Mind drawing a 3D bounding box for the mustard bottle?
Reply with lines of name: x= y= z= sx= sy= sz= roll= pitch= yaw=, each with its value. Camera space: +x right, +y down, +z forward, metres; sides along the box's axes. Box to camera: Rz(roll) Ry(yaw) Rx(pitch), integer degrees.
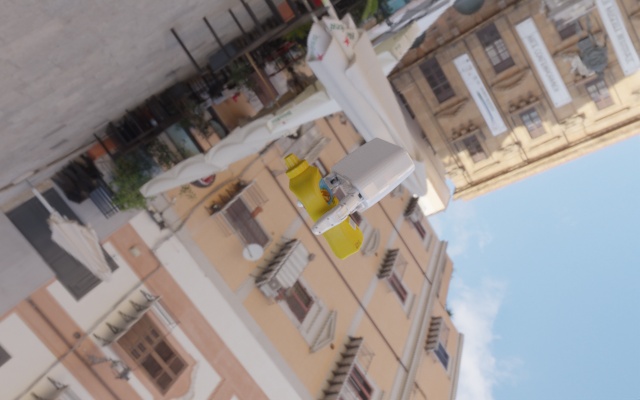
mustard bottle: x=0.000 y=0.003 z=0.807 sx=0.058 sy=0.192 sz=0.096 roll=-31 pitch=14 yaw=14
